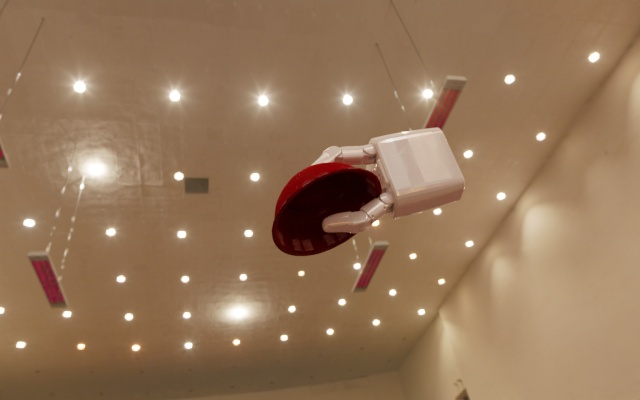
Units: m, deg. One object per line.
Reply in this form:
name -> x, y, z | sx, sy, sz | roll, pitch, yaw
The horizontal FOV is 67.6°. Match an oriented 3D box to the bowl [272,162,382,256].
bowl -> -0.001, 0.002, 0.644 | 0.162, 0.162, 0.055 | 0, 43, -37
